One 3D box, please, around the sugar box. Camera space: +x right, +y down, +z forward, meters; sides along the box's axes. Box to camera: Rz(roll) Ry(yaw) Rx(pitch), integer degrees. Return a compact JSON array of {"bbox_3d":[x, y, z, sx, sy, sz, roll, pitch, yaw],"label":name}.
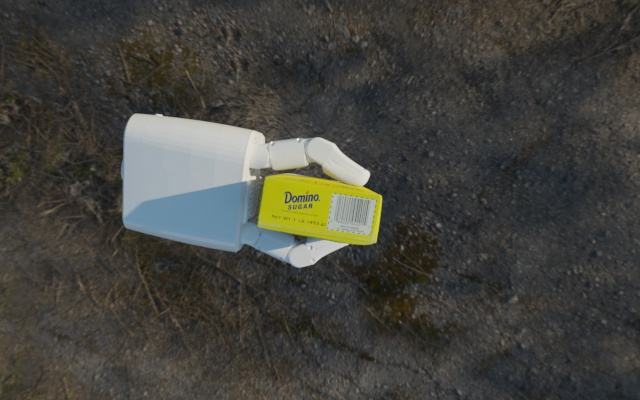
[{"bbox_3d":[0.000,0.001,0.445,0.093,0.048,0.176,10,6,-1],"label":"sugar box"}]
